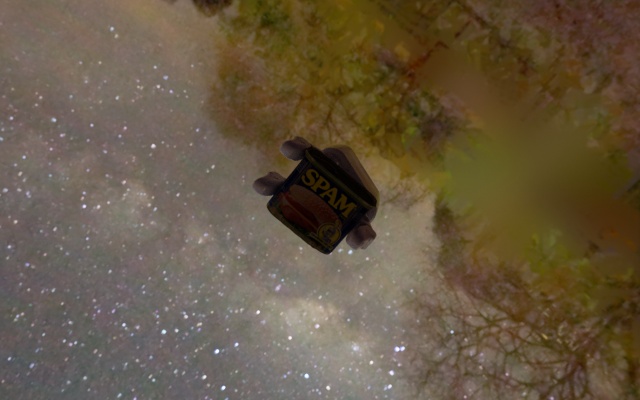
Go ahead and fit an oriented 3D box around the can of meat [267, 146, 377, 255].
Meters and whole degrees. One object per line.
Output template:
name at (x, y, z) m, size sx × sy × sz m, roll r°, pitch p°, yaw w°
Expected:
can of meat at (0.000, 0.002, 0.560) m, size 0.102 × 0.084 × 0.057 m, roll 40°, pitch 16°, yaw -2°
